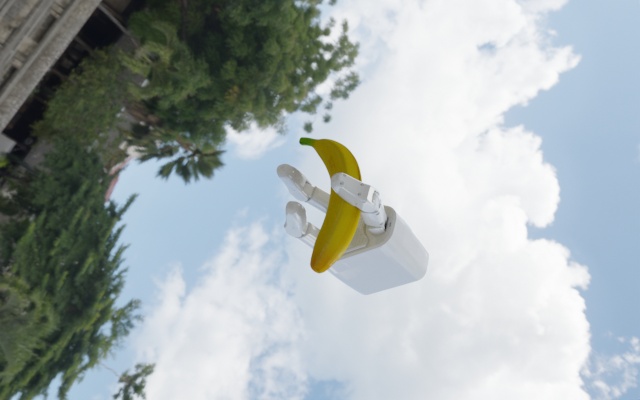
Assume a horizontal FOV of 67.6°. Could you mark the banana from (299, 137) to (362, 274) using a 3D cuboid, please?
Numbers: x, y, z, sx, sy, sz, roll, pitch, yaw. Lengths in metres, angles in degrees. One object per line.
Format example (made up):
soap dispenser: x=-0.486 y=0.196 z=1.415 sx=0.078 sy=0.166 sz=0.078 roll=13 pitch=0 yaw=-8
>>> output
banana: x=0.017 y=-0.007 z=0.553 sx=0.069 sy=0.197 sz=0.037 roll=-20 pitch=-41 yaw=16
